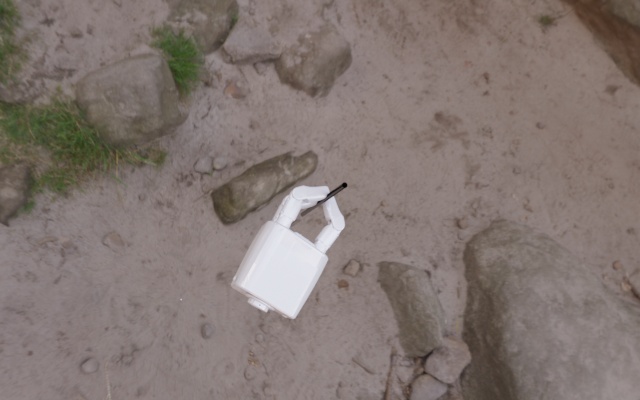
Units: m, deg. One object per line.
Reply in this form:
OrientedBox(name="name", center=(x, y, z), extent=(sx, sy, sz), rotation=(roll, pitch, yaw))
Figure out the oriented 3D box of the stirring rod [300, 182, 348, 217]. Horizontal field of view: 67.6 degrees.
OrientedBox(name="stirring rod", center=(0.000, 0.003, 0.765), extent=(0.011, 0.011, 0.239), rotation=(0, -11, -16))
